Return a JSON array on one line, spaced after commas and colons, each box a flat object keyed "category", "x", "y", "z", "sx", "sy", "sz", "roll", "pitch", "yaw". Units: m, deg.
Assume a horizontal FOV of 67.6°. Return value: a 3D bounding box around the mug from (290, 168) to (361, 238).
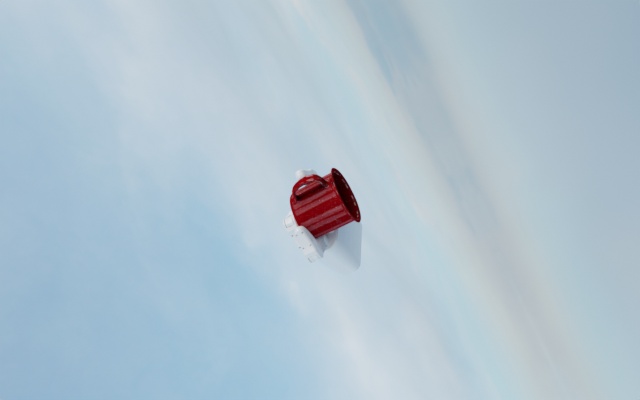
[{"category": "mug", "x": -0.001, "y": 0.002, "z": 0.731, "sx": 0.081, "sy": 0.093, "sz": 0.117, "roll": -26, "pitch": -40, "yaw": 16}]
